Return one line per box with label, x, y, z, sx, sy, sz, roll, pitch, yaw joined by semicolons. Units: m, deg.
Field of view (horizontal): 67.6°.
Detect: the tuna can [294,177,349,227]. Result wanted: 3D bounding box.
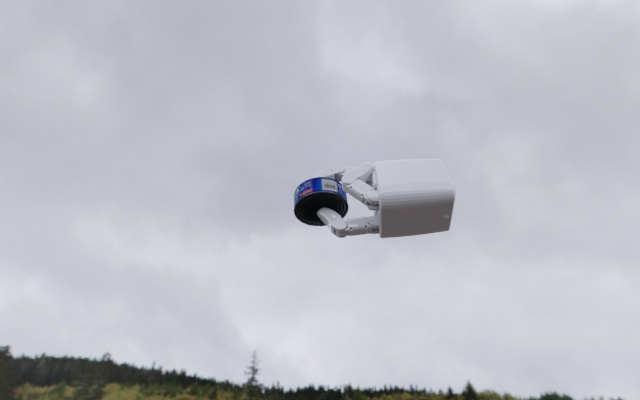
tuna can;0.000;0.002;0.754;0.086;0.033;0.086;-3;-39;-3
